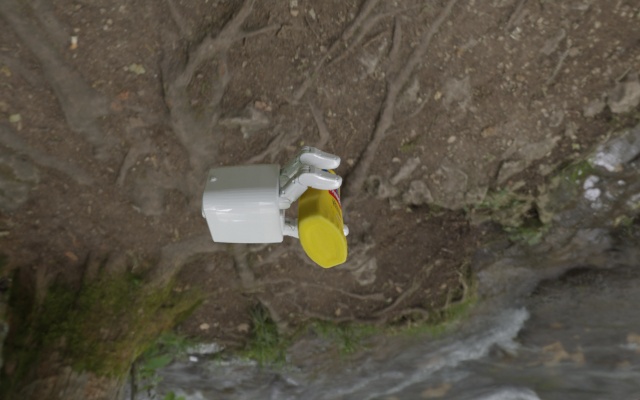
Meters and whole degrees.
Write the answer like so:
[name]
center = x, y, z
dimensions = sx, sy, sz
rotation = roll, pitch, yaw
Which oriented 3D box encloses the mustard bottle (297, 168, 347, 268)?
[mustard bottle]
center = 0.000, 0.002, 0.706
dimensions = 0.058, 0.096, 0.191
rotation = -22, 34, 13
